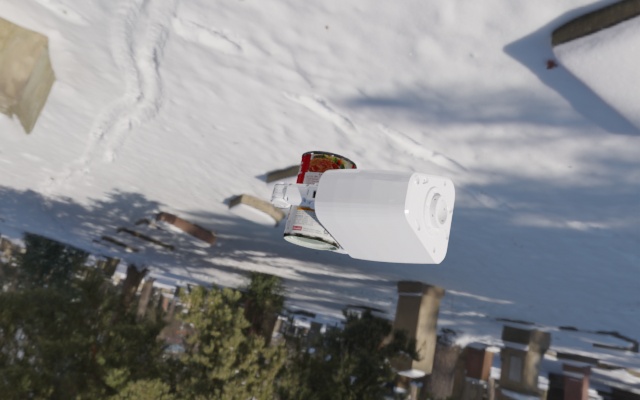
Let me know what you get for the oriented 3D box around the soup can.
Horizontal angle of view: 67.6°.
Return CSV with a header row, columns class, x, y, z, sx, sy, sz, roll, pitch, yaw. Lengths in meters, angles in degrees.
class,x,y,z,sx,sy,sz,roll,pitch,yaw
soup can,0.000,0.002,0.559,0.068,0.102,0.068,12,-14,3
